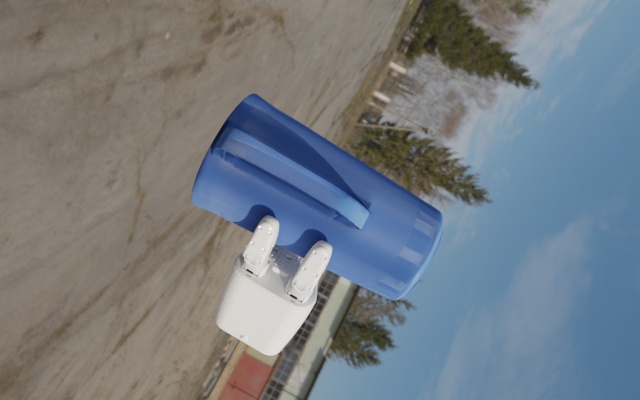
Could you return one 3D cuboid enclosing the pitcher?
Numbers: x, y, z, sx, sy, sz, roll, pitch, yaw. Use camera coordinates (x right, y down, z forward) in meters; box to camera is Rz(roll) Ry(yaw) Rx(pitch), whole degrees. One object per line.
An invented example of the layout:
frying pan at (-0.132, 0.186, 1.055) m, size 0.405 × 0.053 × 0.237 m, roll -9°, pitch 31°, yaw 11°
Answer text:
pitcher at (0.000, 0.002, 0.493) m, size 0.243 × 0.145 × 0.149 m, roll 29°, pitch 38°, yaw 1°
